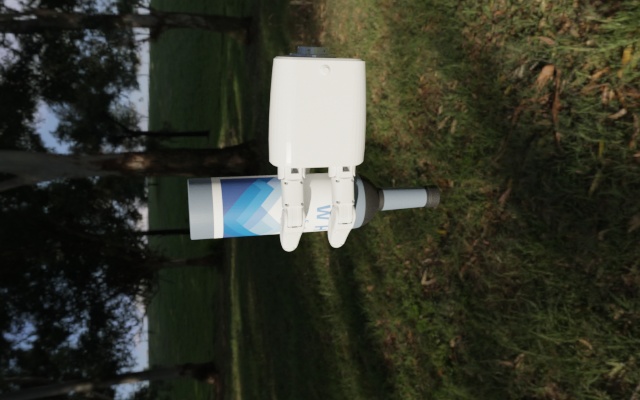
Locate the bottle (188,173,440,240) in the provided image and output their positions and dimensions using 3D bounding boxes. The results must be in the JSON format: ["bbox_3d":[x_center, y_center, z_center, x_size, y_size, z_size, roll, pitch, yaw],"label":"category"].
[{"bbox_3d":[0.000,0.002,0.555,0.296,0.069,0.069,-3,1,-15],"label":"bottle"}]
